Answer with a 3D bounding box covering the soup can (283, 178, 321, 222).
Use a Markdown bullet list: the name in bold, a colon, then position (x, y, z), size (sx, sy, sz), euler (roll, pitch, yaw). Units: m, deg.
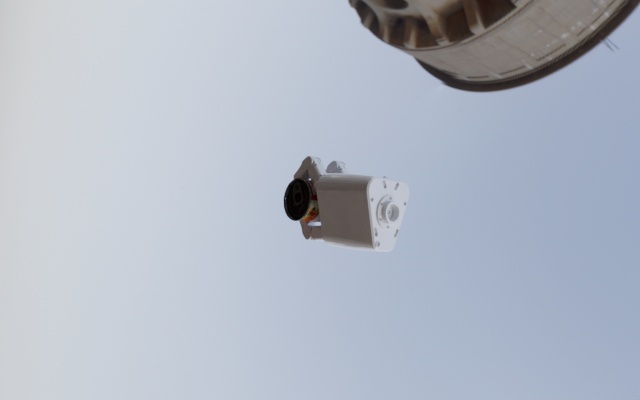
- **soup can**: position (0.000, 0.003, 0.782), size (0.102, 0.068, 0.068), euler (6, -4, -41)
